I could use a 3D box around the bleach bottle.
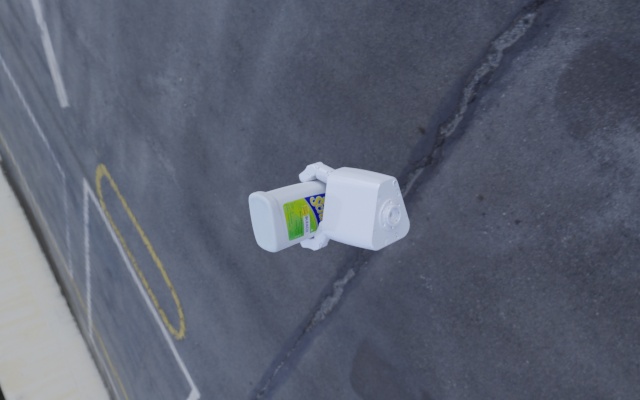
[{"bbox_3d":[0.000,0.003,0.833,0.251,0.102,0.068,-21,23,-37],"label":"bleach bottle"}]
